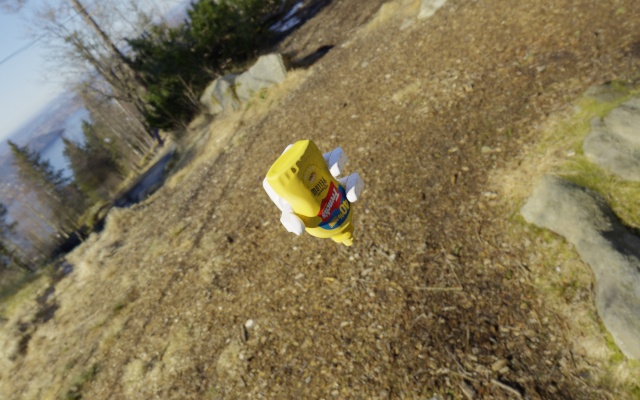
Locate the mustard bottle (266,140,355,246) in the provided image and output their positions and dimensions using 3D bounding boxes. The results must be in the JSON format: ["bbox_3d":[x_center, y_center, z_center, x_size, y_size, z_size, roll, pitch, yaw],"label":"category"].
[{"bbox_3d":[0.000,0.002,0.772,0.058,0.192,0.096,0,44,50],"label":"mustard bottle"}]
